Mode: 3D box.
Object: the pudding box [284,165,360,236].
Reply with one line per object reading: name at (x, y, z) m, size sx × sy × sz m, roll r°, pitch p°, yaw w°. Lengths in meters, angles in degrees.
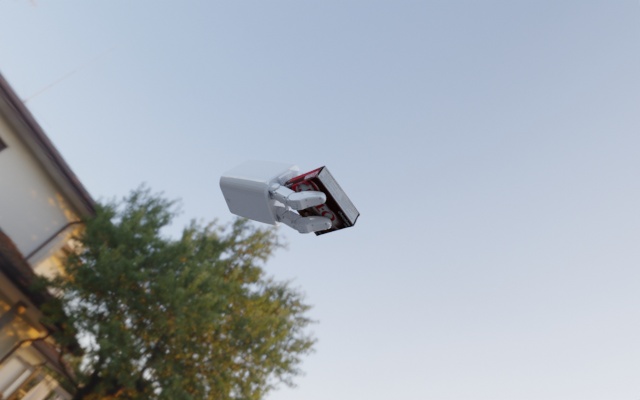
pudding box at (0.000, 0.003, 0.818) m, size 0.090 × 0.113 × 0.039 m, roll -18°, pitch 29°, yaw 43°
